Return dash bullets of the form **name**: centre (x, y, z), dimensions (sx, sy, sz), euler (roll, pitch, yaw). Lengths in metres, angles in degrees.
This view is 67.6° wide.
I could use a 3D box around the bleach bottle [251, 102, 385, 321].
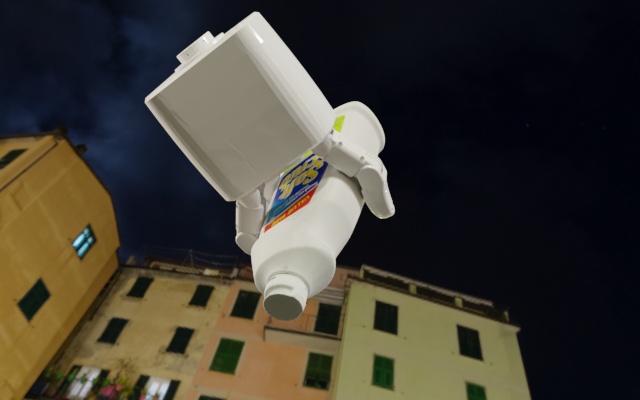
- **bleach bottle**: centre (0.000, 0.001, 0.434), dimensions (0.102, 0.068, 0.250), euler (-25, 26, 25)
